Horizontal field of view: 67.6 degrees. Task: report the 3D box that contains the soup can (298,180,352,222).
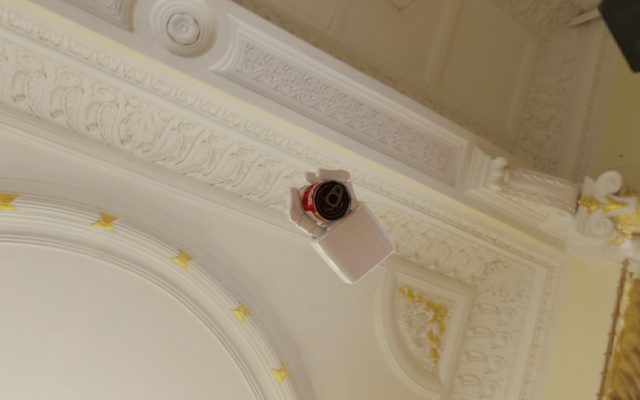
[{"bbox_3d":[0.000,0.002,0.818,0.068,0.068,0.102,0,-2,-24],"label":"soup can"}]
